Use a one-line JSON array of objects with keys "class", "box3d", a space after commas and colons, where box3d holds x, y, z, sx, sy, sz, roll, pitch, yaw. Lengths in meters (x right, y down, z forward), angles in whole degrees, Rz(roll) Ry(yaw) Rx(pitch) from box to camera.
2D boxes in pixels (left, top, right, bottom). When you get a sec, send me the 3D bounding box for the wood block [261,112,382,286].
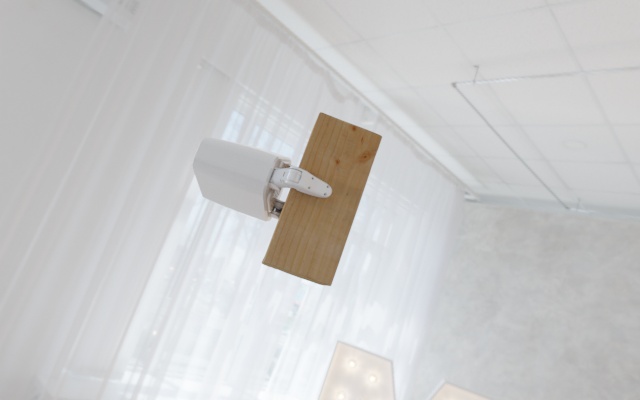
[{"class": "wood block", "box3d": [0.000, 0.002, 0.641, 0.090, 0.206, 0.091, 21, -11, -5]}]
